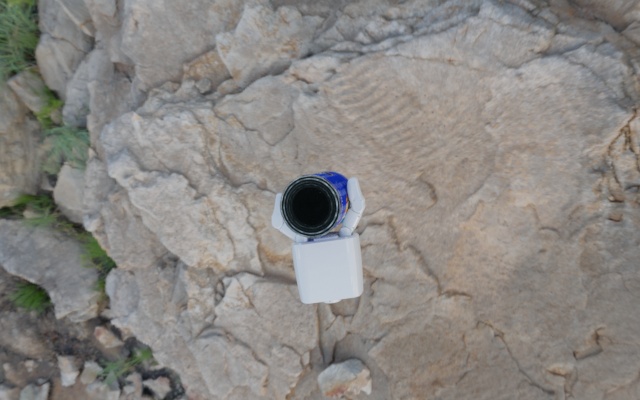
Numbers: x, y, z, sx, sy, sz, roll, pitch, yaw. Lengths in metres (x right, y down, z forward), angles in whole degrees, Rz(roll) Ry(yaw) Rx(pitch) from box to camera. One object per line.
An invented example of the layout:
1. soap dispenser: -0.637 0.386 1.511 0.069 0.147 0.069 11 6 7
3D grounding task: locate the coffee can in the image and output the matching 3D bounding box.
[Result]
1. coffee can: 0.000 0.003 0.830 0.103 0.103 0.140 0 6 14
